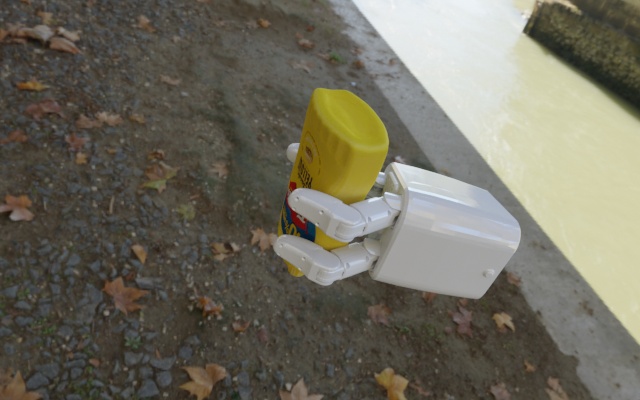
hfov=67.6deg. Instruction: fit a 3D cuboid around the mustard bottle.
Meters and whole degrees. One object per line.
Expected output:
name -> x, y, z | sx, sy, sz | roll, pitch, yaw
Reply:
mustard bottle -> 0.000, 0.001, 0.443 | 0.058, 0.192, 0.096 | -3, 42, -26
